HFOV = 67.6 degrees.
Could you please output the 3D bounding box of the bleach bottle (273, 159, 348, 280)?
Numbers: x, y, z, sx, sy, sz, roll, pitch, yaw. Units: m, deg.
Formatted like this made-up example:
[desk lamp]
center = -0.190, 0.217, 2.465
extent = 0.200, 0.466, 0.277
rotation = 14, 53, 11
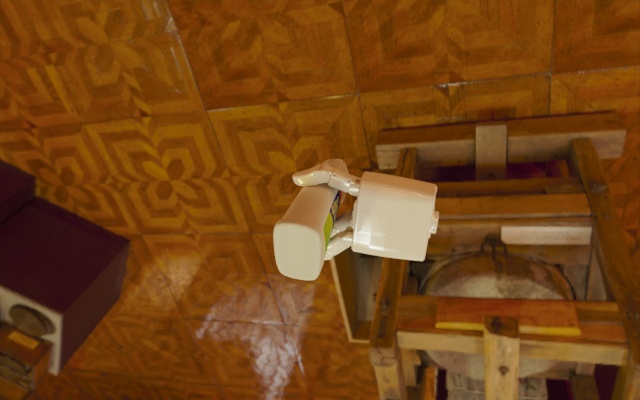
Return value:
[bleach bottle]
center = 0.000, 0.002, 0.731
extent = 0.068, 0.103, 0.250
rotation = 9, 37, 11
